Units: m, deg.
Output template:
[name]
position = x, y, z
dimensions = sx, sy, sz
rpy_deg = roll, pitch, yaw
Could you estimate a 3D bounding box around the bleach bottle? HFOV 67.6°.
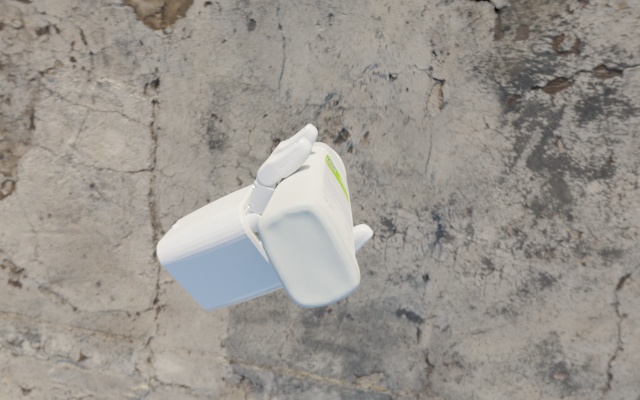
[bleach bottle]
position = 0.000, 0.002, 0.510
dimensions = 0.068, 0.102, 0.250
rpy_deg = -22, 17, 13
